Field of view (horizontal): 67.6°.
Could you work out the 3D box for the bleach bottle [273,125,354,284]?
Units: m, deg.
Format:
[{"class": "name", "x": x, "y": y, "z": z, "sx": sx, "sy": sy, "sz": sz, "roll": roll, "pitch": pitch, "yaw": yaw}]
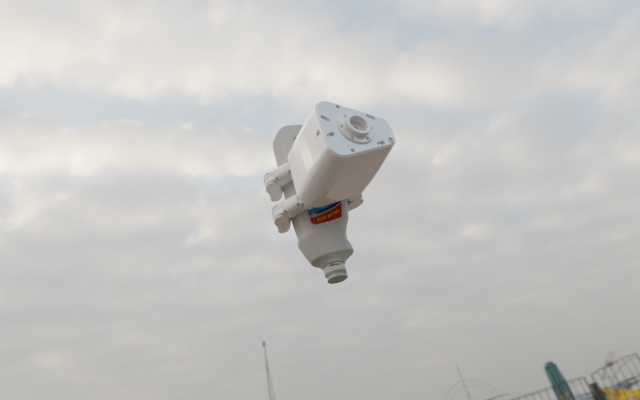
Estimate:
[{"class": "bleach bottle", "x": 0.000, "y": 0.002, "z": 0.707, "sx": 0.102, "sy": 0.250, "sz": 0.068, "roll": 0, "pitch": -34, "yaw": -26}]
